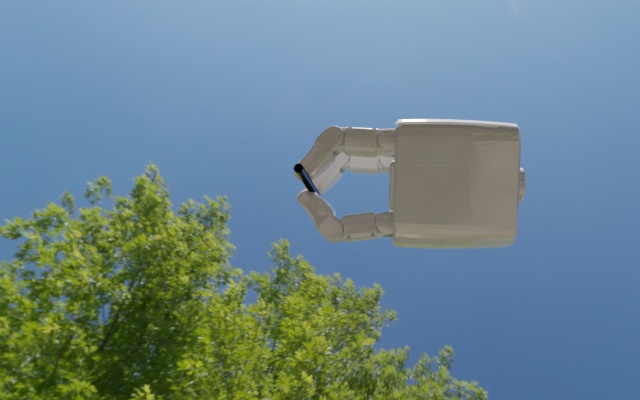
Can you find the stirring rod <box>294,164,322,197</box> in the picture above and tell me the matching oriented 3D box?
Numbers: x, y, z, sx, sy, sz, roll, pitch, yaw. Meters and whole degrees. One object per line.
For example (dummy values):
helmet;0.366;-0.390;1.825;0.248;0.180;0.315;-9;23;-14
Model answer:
stirring rod;0.000;0.002;0.510;0.011;0.011;0.239;0;-14;9
